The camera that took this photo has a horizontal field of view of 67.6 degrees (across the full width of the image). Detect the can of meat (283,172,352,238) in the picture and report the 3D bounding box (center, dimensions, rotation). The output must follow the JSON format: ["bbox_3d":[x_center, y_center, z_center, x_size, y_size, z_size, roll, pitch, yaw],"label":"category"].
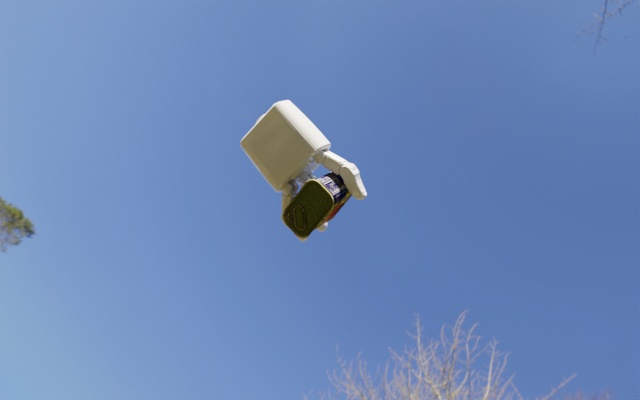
[{"bbox_3d":[0.000,0.002,0.767,0.102,0.057,0.084,-51,-12,34],"label":"can of meat"}]
